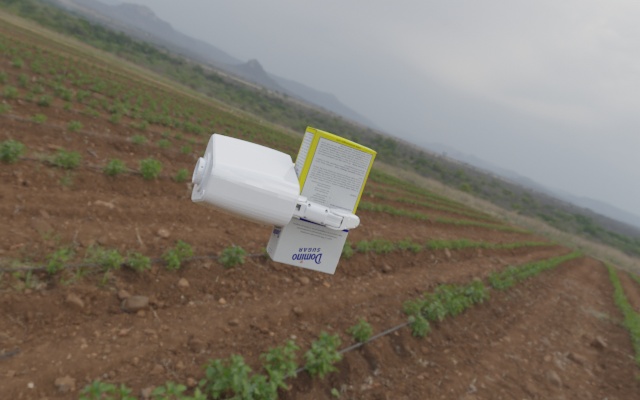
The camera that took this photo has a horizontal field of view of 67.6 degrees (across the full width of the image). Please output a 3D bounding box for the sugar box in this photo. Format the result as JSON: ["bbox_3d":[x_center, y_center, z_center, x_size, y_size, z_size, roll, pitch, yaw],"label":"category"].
[{"bbox_3d":[0.000,0.002,0.630,0.093,0.176,0.048,17,10,-23],"label":"sugar box"}]
